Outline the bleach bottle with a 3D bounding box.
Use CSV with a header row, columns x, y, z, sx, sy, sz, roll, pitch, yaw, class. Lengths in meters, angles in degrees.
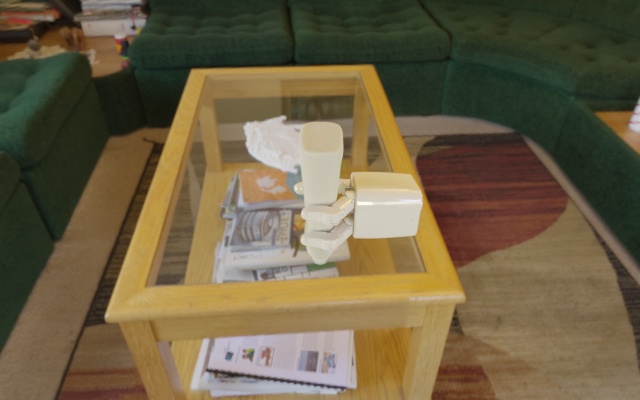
x,y,z,sx,sy,sz,roll,pitch,yaw,class
0.000,0.003,0.799,0.068,0.251,0.102,0,38,0,bleach bottle
